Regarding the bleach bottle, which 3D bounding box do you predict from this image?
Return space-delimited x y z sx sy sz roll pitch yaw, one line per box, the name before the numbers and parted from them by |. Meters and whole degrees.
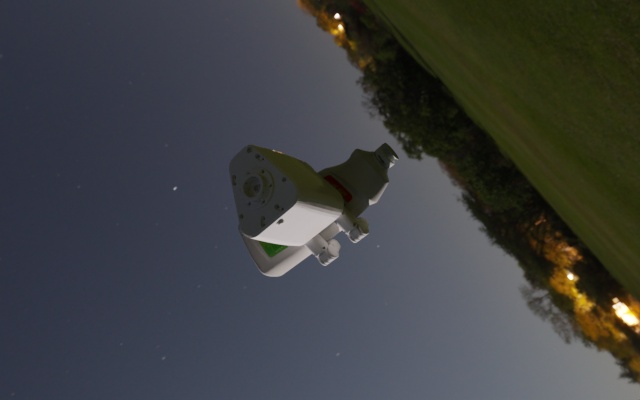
bleach bottle | 0.000 0.002 0.682 0.251 0.102 0.068 -39 -24 19
